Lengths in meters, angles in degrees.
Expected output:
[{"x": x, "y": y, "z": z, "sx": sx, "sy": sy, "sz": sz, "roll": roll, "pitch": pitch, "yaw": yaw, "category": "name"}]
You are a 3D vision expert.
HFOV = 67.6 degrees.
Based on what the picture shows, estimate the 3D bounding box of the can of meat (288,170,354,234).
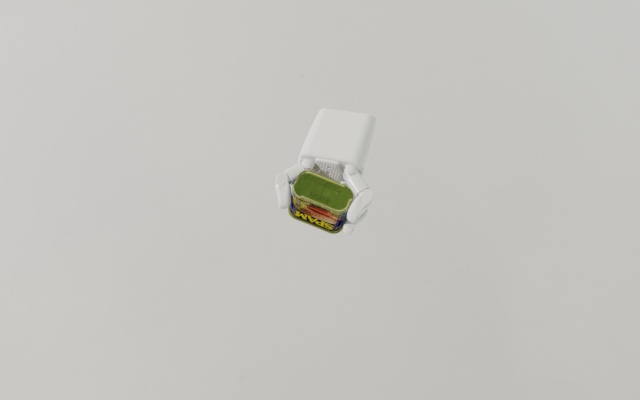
[{"x": 0.000, "y": 0.002, "z": 0.787, "sx": 0.102, "sy": 0.057, "sz": 0.084, "roll": 22, "pitch": -26, "yaw": 4, "category": "can of meat"}]
